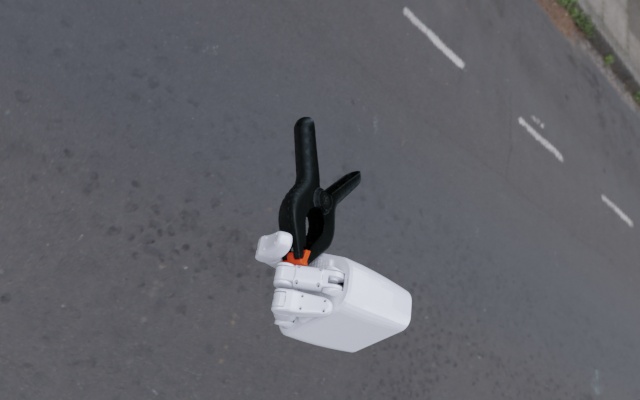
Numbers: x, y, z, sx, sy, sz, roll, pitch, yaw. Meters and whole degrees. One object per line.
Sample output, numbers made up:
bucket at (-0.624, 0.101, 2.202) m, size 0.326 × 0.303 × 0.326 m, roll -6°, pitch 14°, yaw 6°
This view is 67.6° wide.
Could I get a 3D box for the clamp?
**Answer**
clamp at (0.000, 0.002, 0.550) m, size 0.120 × 0.171 × 0.039 m, roll 30°, pitch -29°, yaw -37°
